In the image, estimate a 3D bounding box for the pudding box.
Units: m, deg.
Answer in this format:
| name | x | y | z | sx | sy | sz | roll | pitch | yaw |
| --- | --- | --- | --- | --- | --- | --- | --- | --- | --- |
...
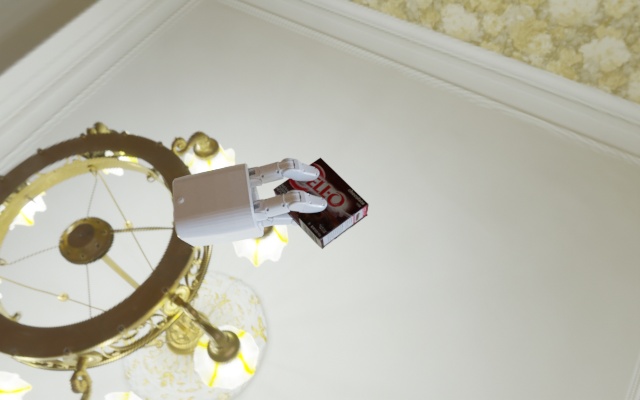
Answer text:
| name | x | y | z | sx | sy | sz | roll | pitch | yaw |
| --- | --- | --- | --- | --- | --- | --- | --- | --- | --- |
| pudding box | 0.000 | 0.002 | 0.692 | 0.090 | 0.113 | 0.039 | -36 | -26 | -16 |
